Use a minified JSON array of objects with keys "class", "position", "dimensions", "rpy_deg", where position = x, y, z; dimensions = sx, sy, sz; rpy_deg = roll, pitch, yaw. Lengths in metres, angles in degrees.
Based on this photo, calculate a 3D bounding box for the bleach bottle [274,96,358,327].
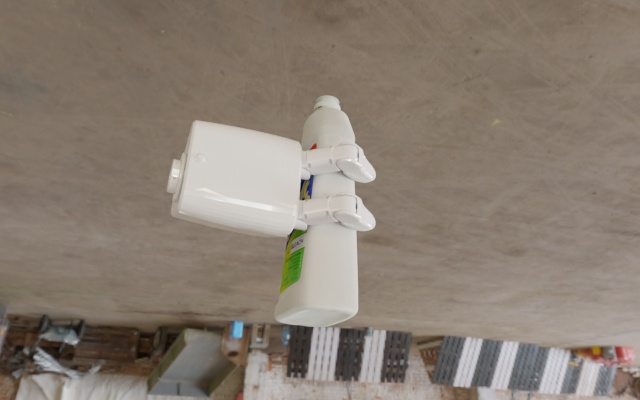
[{"class":"bleach bottle","position":[0.000,0.002,0.519],"dimensions":[0.068,0.250,0.103],"rpy_deg":[11,-26,-19]}]
